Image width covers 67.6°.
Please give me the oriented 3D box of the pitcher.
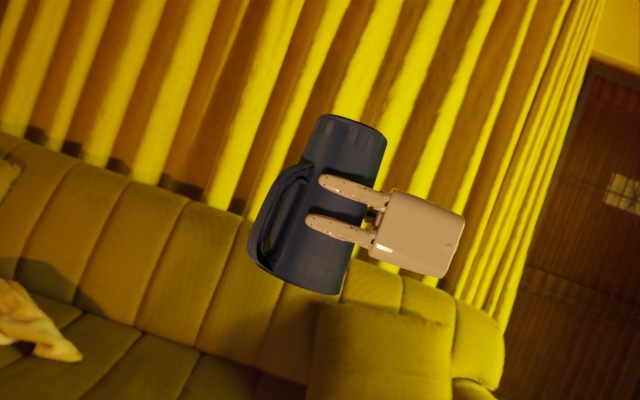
[{"bbox_3d":[0.000,0.002,0.684,0.145,0.243,0.149,21,2,0],"label":"pitcher"}]
